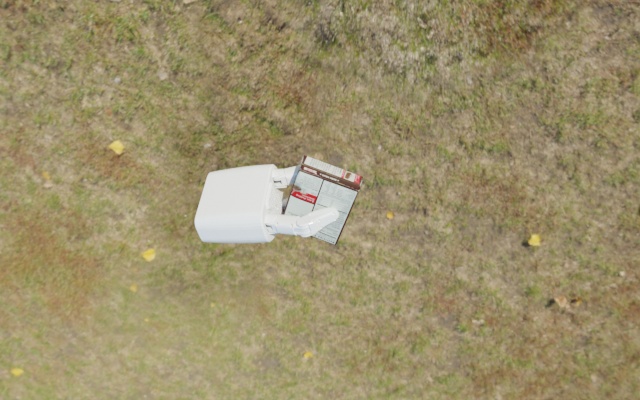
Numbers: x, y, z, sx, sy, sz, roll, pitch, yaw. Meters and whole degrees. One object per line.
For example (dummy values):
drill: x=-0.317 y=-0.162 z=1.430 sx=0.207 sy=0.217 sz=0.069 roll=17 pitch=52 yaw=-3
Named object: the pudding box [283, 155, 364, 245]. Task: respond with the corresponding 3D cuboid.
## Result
pudding box: x=0.000 y=0.002 z=0.676 sx=0.090 sy=0.114 sz=0.039 roll=20 pitch=40 yaw=-1
